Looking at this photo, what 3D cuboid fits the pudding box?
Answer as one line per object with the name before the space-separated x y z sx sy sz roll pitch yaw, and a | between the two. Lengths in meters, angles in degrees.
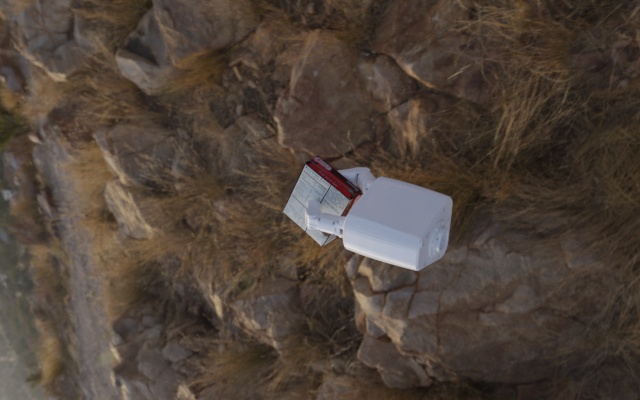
pudding box | 0.000 0.002 0.716 0.090 0.114 0.039 41 40 14
